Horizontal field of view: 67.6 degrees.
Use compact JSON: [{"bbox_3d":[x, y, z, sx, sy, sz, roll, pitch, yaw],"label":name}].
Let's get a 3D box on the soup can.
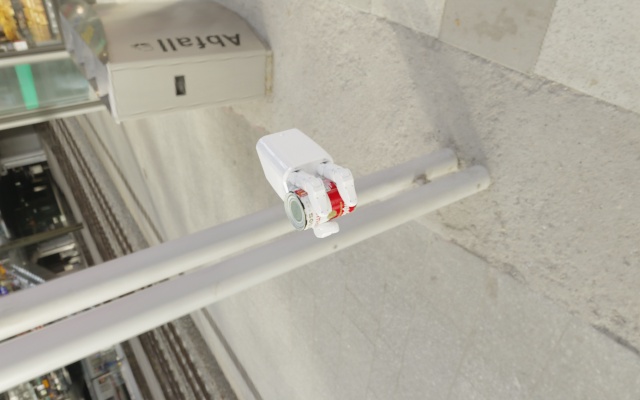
[{"bbox_3d":[0.000,0.003,0.785,0.102,0.068,0.068,-19,9,-28],"label":"soup can"}]
